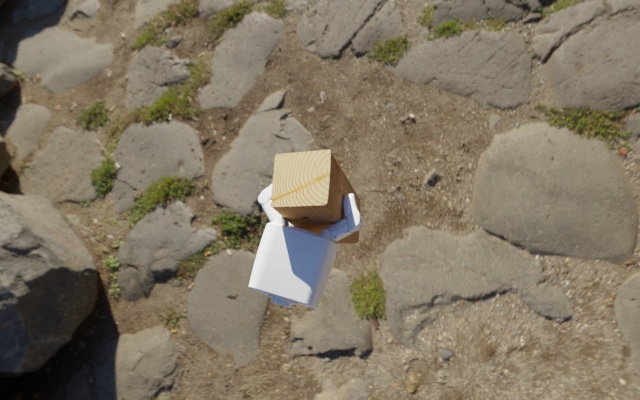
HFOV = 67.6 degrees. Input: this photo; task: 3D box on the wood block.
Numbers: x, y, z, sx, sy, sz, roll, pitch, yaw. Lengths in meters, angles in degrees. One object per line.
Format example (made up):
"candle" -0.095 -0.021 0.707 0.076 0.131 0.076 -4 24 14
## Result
"wood block" 0.000 0.003 0.796 0.091 0.090 0.206 -2 -21 17
